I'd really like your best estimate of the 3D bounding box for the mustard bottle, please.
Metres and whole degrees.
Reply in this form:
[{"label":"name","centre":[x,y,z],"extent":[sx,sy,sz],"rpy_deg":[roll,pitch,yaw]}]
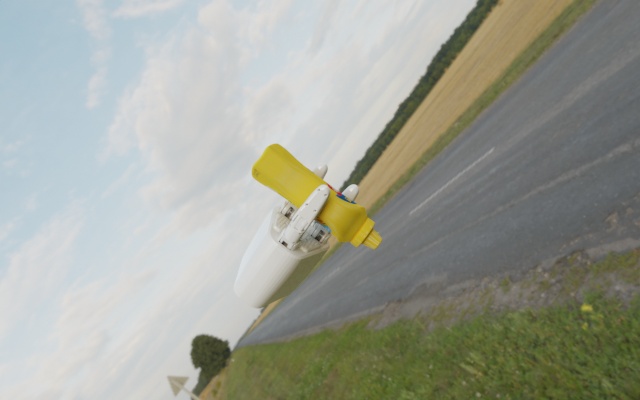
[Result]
[{"label":"mustard bottle","centre":[0.000,0.002,0.637],"extent":[0.191,0.058,0.096],"rpy_deg":[37,-2,3]}]
